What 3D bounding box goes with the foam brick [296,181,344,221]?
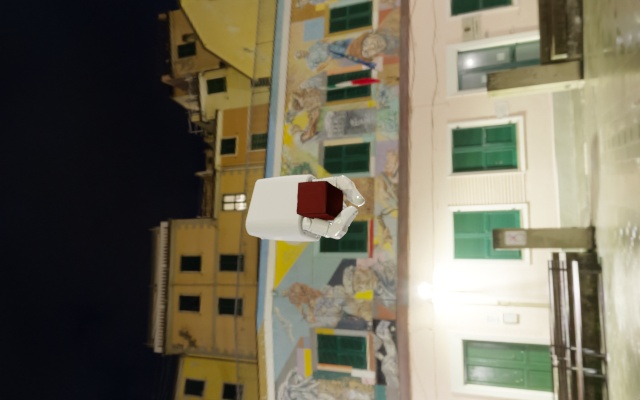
[{"bbox_3d":[0.000,0.002,0.769,0.051,0.053,0.078,-1,-12,22],"label":"foam brick"}]
